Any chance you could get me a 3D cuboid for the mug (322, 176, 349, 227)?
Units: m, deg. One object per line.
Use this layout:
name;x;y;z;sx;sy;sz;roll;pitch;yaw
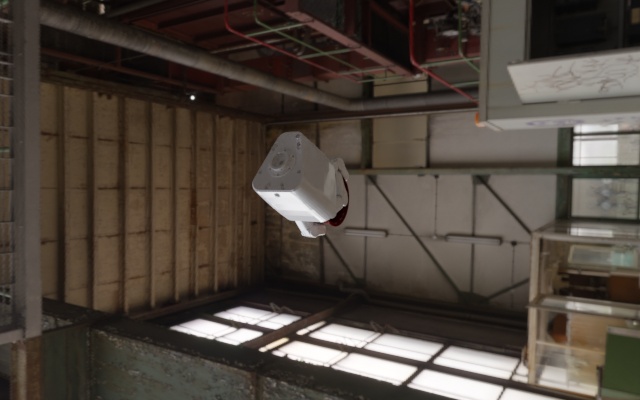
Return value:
mug;0.001;0.003;0.865;0.081;0.093;0.117;3;-24;30
